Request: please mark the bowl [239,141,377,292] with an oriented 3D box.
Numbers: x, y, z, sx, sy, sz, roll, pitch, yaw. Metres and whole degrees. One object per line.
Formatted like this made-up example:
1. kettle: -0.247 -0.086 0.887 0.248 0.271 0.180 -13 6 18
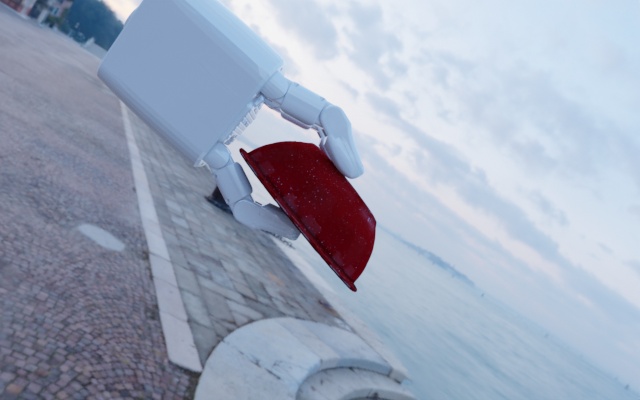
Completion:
1. bowl: 0.001 0.002 0.424 0.055 0.162 0.162 -39 1 -1
